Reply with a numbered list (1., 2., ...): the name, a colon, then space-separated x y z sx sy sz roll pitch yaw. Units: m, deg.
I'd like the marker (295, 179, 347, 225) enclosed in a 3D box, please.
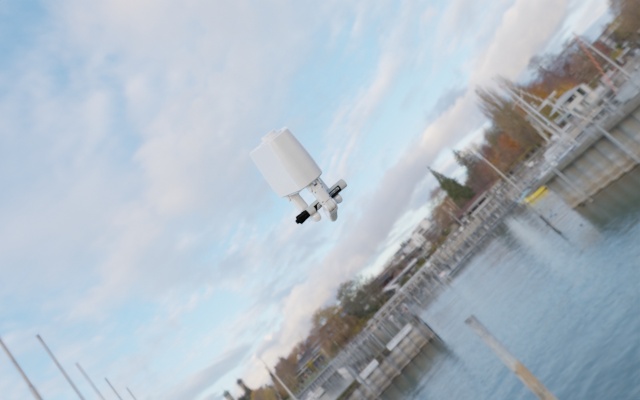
1. marker: 0.000 0.003 0.888 0.121 0.020 0.020 -40 13 -16
